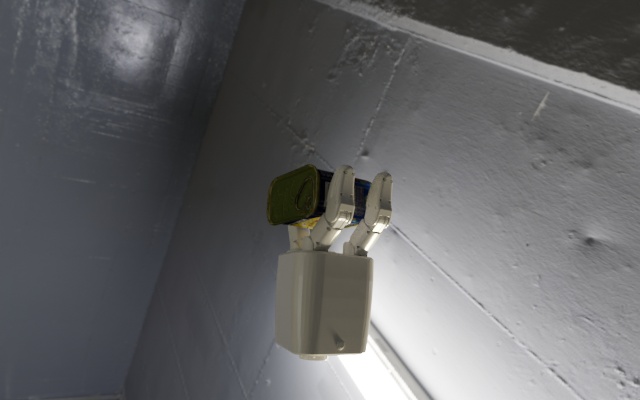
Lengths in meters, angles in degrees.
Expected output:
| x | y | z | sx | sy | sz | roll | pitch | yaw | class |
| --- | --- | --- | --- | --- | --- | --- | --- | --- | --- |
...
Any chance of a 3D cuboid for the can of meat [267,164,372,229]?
| x | y | z | sx | sy | sz | roll | pitch | yaw | class |
| --- | --- | --- | --- | --- | --- | --- | --- | --- | --- |
| 0.000 | 0.002 | 0.545 | 0.084 | 0.057 | 0.102 | 11 | -16 | -33 | can of meat |
